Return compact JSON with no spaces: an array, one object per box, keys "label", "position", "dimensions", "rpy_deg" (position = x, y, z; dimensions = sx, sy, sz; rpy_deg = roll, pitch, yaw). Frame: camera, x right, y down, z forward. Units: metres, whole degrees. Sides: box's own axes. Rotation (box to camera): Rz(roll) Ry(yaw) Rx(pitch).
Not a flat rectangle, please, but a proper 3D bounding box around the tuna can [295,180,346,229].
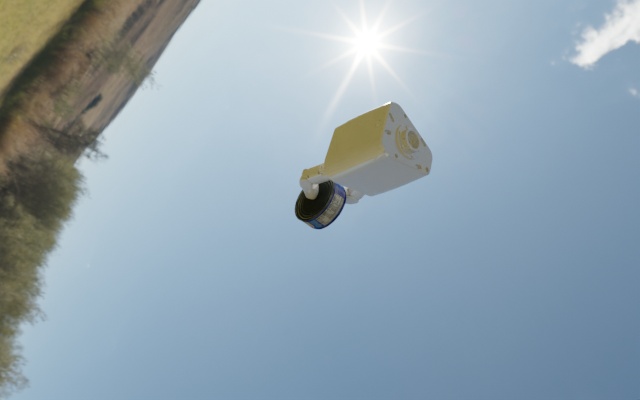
[{"label":"tuna can","position":[0.000,0.003,0.766],"dimensions":[0.034,0.086,0.086],"rpy_deg":[36,-21,-33]}]
